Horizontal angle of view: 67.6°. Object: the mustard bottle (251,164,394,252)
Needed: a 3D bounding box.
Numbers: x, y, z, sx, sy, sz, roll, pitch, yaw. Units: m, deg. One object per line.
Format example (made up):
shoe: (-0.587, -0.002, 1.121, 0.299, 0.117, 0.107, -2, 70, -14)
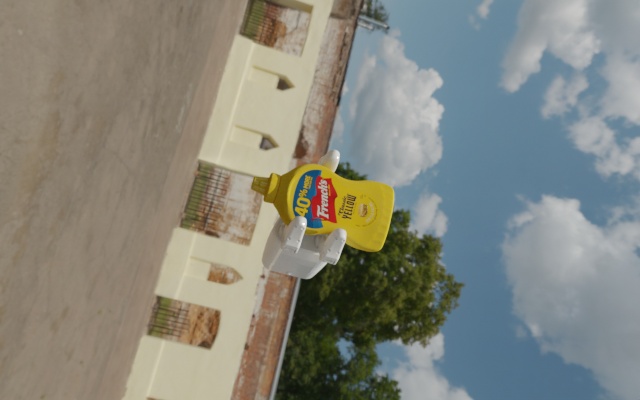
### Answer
mustard bottle: (0.000, 0.002, 0.651, 0.191, 0.096, 0.058, 16, -9, -11)
